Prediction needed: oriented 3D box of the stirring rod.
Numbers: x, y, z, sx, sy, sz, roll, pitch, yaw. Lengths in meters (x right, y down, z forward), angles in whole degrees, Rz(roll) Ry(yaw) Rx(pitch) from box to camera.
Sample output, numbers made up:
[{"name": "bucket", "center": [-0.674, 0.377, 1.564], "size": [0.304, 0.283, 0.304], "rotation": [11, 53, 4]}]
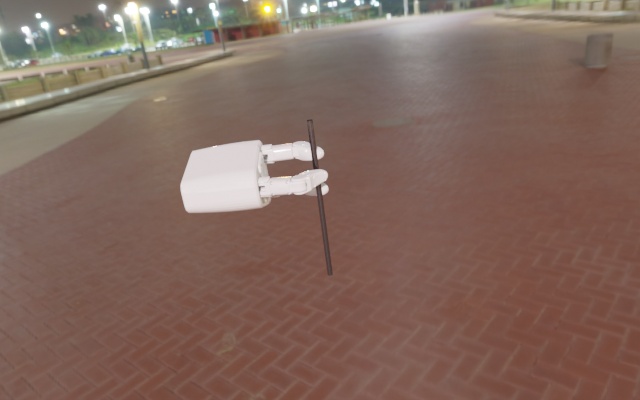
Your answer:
[{"name": "stirring rod", "center": [0.000, 0.002, 0.692], "size": [0.011, 0.240, 0.011], "rotation": [-7, 21, 3]}]
